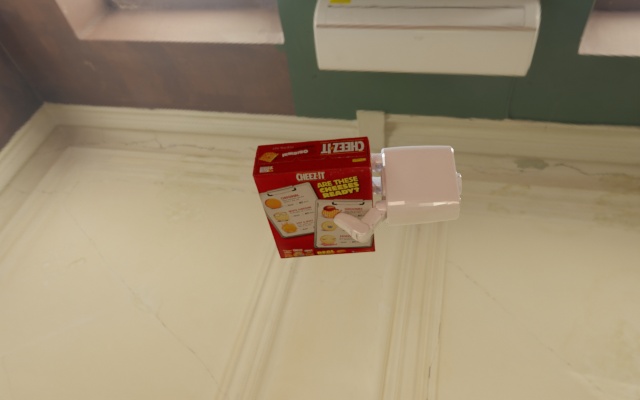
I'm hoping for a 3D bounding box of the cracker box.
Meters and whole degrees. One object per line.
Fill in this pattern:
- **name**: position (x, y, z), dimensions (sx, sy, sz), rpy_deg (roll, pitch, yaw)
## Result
- **cracker box**: position (0.000, 0.003, 0.741), dimensions (0.164, 0.072, 0.214), rpy_deg (-4, -39, 5)
